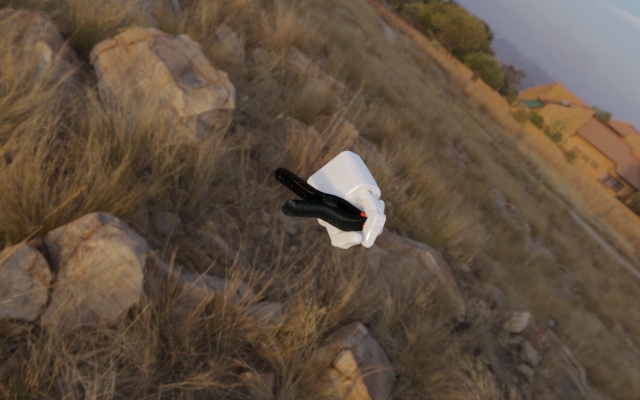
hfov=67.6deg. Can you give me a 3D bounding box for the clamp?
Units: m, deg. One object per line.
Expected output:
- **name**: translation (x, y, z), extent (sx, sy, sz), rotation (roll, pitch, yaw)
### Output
- **clamp**: translation (0.001, 0.002, 0.762), extent (0.171, 0.039, 0.120), rotation (21, 31, -33)
